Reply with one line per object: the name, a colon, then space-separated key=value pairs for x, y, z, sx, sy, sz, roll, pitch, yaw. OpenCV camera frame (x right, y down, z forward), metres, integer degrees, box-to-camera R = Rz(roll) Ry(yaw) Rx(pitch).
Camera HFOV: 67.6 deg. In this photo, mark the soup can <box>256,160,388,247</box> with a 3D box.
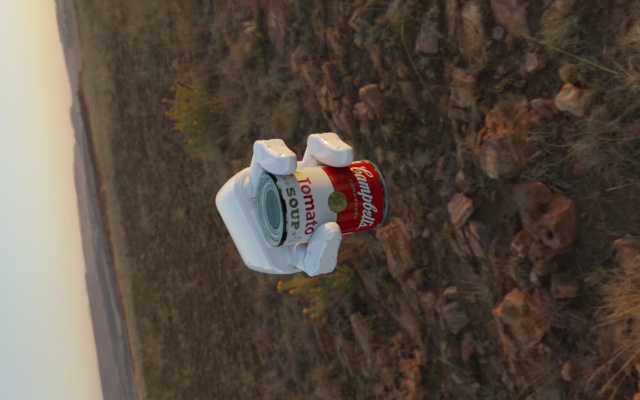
soup can: x=0.000 y=0.002 z=0.436 sx=0.102 sy=0.068 sz=0.068 roll=-9 pitch=4 yaw=-25
